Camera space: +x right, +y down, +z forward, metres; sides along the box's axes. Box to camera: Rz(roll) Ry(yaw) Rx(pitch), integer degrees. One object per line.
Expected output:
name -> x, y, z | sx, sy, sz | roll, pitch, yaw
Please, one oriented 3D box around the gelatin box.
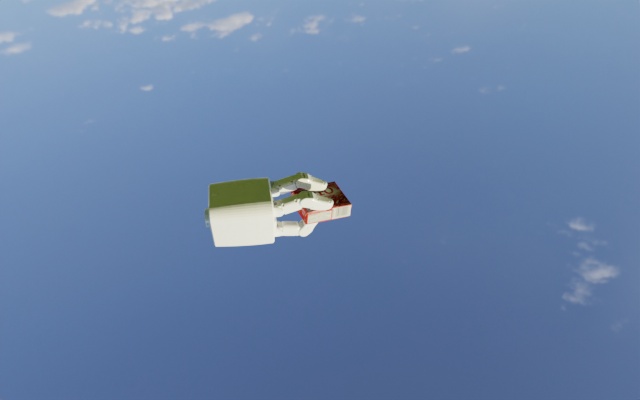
gelatin box -> 0.000, 0.003, 0.848 | 0.089, 0.030, 0.073 | -10, 40, -22
